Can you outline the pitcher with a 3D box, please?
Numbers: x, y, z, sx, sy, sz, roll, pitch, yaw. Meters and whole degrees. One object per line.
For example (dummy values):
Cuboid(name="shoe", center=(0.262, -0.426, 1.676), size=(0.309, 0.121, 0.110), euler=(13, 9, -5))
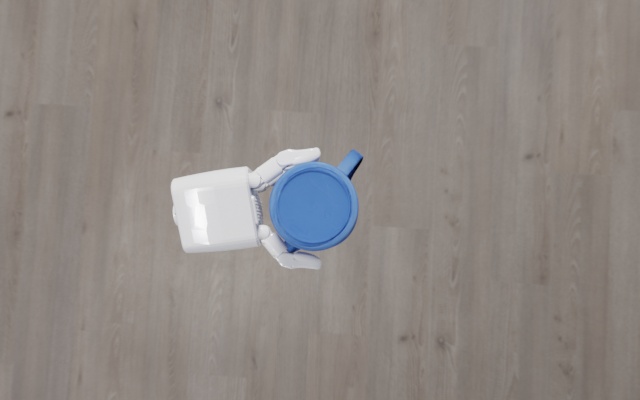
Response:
Cuboid(name="pitcher", center=(0.000, 0.002, 0.682), size=(0.145, 0.149, 0.243), euler=(-7, -2, 1))
